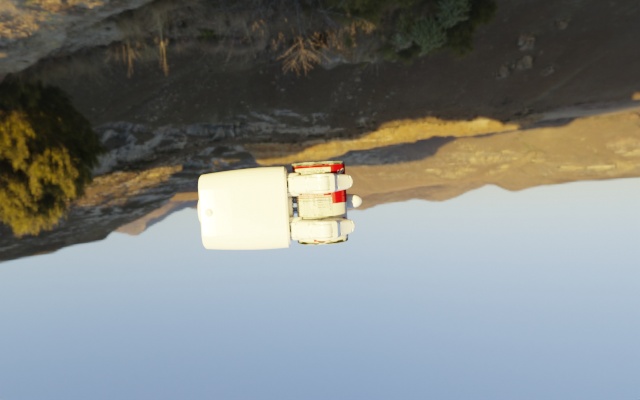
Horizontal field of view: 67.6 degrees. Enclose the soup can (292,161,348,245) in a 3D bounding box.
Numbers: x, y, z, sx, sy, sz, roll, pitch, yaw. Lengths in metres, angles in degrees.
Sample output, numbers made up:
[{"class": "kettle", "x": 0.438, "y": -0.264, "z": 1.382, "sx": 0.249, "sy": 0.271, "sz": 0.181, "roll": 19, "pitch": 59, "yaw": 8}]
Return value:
[{"class": "soup can", "x": 0.001, "y": 0.002, "z": 0.611, "sx": 0.068, "sy": 0.102, "sz": 0.068, "roll": -3, "pitch": 3, "yaw": 0}]
